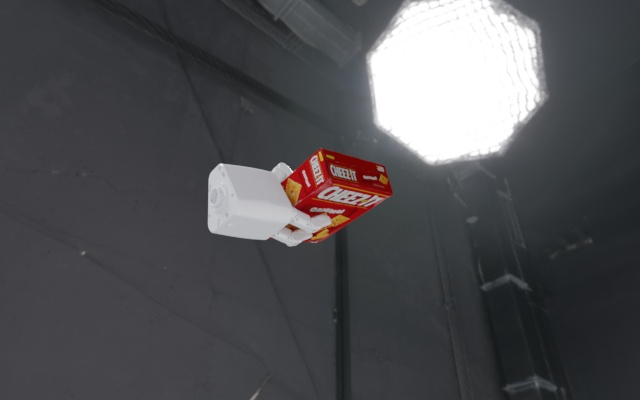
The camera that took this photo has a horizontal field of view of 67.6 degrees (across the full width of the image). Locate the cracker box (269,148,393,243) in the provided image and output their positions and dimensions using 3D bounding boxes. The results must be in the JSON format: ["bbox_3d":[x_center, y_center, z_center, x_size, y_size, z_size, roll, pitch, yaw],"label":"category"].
[{"bbox_3d":[0.000,0.003,0.878,0.164,0.072,0.214,10,-34,-42],"label":"cracker box"}]
